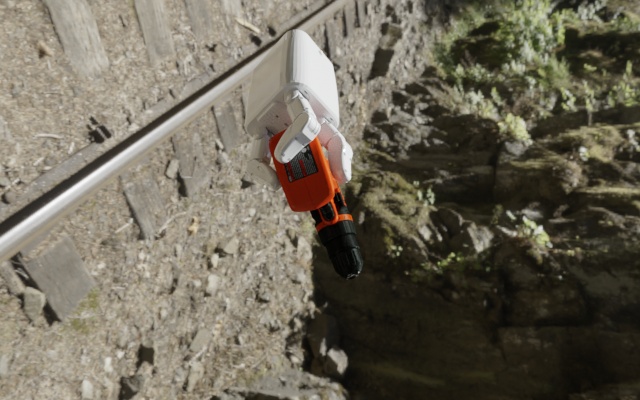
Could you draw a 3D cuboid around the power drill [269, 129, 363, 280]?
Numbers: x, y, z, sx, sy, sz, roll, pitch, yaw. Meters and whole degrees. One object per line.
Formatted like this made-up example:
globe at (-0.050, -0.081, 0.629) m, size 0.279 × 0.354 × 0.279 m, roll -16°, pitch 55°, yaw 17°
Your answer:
power drill at (0.000, 0.002, 0.605) m, size 0.057 × 0.184 × 0.188 m, roll -22°, pitch -21°, yaw 3°
